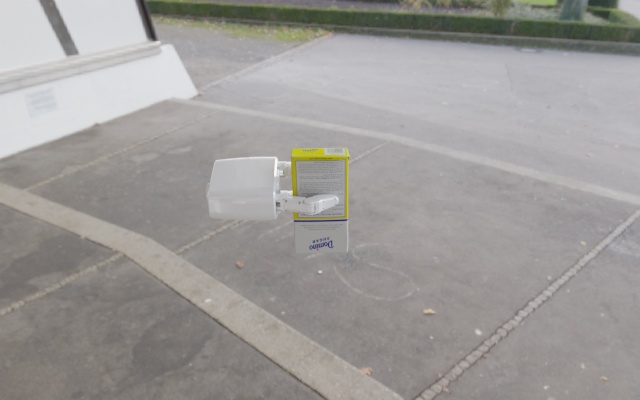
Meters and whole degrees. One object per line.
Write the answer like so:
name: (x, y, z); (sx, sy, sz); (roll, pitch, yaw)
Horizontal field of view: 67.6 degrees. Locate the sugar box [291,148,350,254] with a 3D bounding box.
sugar box: (0.000, 0.002, 0.794); (0.093, 0.176, 0.048); (0, 27, 0)
